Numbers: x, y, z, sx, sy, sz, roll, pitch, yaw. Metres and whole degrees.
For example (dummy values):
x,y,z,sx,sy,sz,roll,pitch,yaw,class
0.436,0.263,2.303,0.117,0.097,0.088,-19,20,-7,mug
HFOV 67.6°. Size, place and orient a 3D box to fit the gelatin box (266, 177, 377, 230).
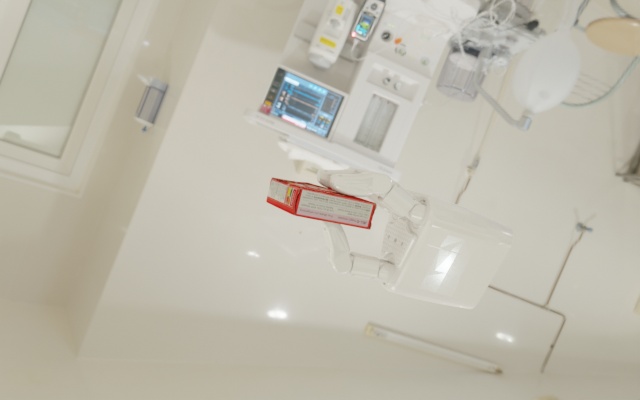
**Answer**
x,y,z,sx,sy,sz,roll,pitch,yaw,class
0.000,0.002,0.483,0.089,0.030,0.073,11,5,-28,gelatin box
